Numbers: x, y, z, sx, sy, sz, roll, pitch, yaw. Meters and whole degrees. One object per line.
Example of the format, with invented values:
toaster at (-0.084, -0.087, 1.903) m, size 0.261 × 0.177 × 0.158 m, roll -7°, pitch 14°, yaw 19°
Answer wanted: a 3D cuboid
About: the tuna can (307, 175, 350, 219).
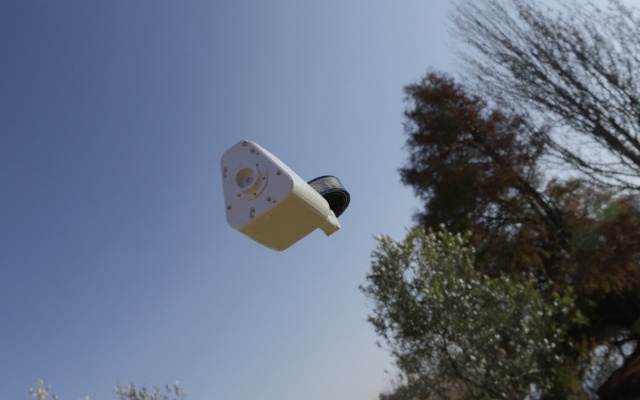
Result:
tuna can at (0.000, 0.002, 0.718) m, size 0.086 × 0.033 × 0.086 m, roll -23°, pitch -32°, yaw -15°
